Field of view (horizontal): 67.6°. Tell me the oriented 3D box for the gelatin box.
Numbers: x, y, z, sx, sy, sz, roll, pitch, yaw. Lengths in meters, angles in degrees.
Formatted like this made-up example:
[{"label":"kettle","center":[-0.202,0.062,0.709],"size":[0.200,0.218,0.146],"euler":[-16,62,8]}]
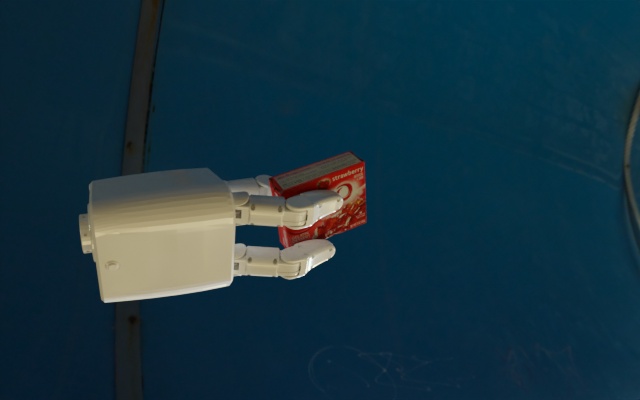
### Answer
[{"label":"gelatin box","center":[0.000,0.001,0.457],"size":[0.089,0.073,0.030],"euler":[-21,38,-20]}]
